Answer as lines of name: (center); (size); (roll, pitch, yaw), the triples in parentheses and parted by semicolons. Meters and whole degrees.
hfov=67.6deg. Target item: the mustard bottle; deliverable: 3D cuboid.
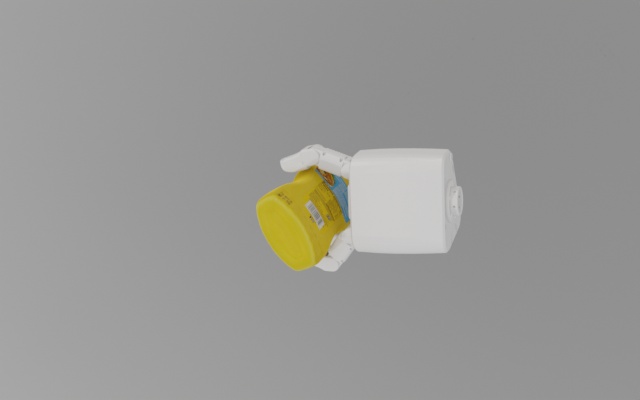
mustard bottle: (0.000, 0.002, 0.603); (0.058, 0.096, 0.191); (-27, 9, 34)
